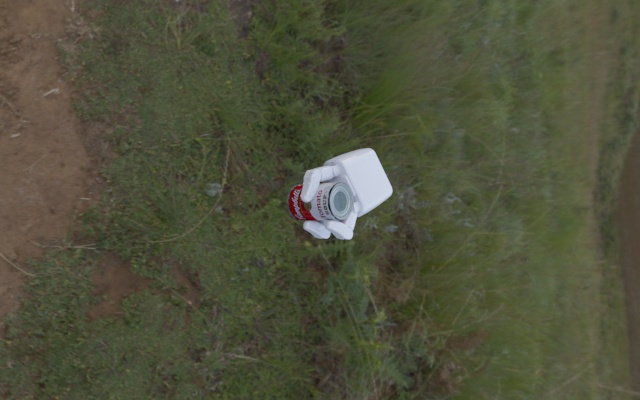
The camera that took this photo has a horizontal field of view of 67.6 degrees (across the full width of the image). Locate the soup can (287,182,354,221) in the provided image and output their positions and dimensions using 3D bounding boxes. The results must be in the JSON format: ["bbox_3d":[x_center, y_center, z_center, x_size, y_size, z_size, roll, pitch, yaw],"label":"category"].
[{"bbox_3d":[0.000,0.003,0.854,0.102,0.068,0.068,-1,-1,43],"label":"soup can"}]
